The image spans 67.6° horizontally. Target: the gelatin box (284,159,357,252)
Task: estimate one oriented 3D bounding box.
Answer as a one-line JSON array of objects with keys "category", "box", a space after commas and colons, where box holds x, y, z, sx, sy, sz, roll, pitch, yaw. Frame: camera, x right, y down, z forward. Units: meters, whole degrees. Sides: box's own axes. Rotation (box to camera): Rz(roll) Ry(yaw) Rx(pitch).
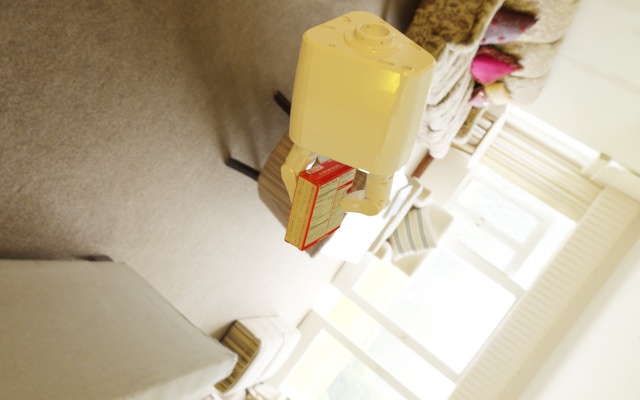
[{"category": "gelatin box", "box": [0.000, 0.002, 0.516, 0.030, 0.089, 0.073, 30, 35, 25]}]
